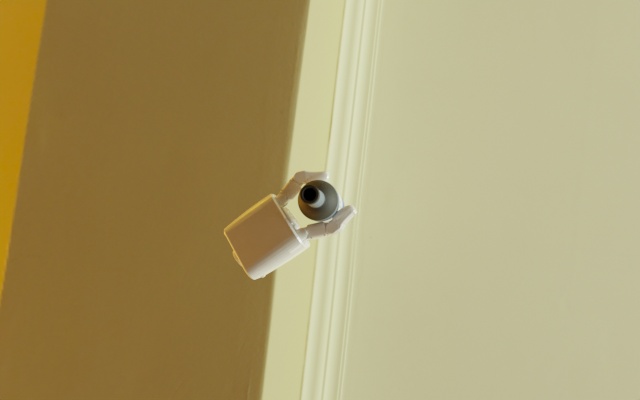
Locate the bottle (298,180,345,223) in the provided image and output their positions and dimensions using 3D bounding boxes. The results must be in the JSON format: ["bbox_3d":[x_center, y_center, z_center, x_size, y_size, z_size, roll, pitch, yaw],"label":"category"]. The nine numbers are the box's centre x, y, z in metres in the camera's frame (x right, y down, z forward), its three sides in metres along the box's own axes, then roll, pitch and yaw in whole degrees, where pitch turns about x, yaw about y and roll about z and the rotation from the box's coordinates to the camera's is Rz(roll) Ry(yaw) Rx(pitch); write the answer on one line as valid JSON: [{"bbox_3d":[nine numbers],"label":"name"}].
[{"bbox_3d":[0.000,0.003,0.804,0.069,0.069,0.296,0,-4,6],"label":"bottle"}]
